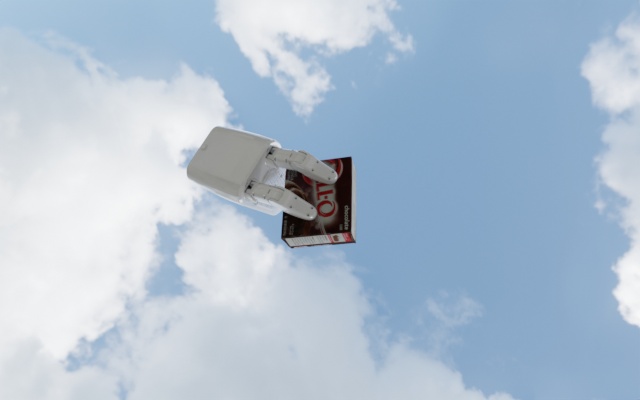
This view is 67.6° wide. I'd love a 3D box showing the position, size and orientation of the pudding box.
[{"bbox_3d":[0.000,0.002,0.612,0.090,0.113,0.039,-7,-28,15],"label":"pudding box"}]
